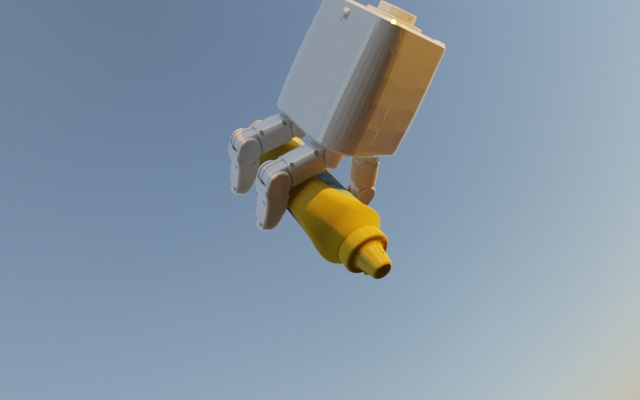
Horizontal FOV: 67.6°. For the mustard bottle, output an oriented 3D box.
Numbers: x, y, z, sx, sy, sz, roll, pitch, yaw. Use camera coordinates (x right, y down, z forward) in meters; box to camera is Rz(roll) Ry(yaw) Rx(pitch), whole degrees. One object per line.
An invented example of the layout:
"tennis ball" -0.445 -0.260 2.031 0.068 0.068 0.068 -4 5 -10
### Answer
"mustard bottle" 0.000 0.002 0.430 0.096 0.058 0.191 39 6 -48
